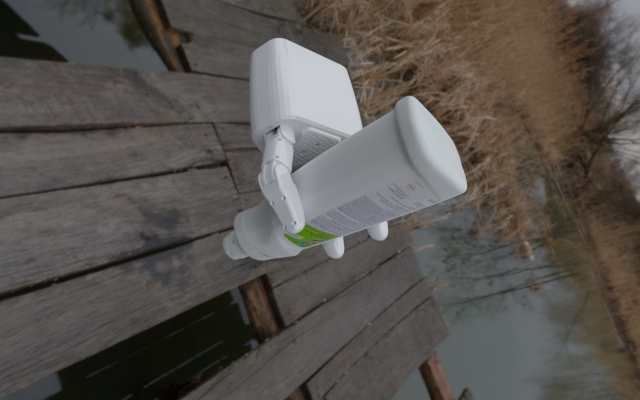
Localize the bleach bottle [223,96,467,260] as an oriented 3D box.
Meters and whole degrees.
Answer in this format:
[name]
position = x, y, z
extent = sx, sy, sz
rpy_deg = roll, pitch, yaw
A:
[bleach bottle]
position = 0.000, 0.002, 0.450
extent = 0.251, 0.068, 0.102
rpy_deg = -25, -34, 28
